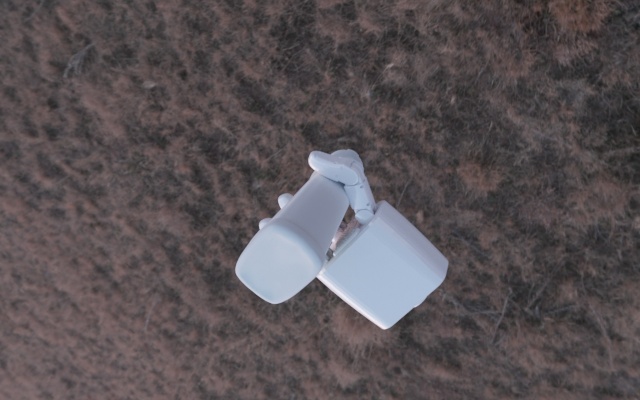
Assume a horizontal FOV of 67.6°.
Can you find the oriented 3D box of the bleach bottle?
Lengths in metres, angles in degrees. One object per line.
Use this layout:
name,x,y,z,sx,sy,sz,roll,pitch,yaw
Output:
bleach bottle,0.000,0.002,0.547,0.103,0.068,0.250,-46,5,38
